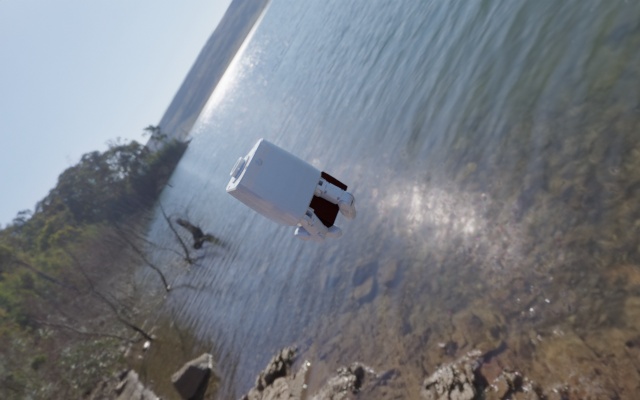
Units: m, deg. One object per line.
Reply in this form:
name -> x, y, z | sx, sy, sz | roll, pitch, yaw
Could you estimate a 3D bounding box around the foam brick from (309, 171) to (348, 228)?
foam brick -> 0.000, 0.002, 0.765 | 0.051, 0.078, 0.053 | 31, -29, -16
